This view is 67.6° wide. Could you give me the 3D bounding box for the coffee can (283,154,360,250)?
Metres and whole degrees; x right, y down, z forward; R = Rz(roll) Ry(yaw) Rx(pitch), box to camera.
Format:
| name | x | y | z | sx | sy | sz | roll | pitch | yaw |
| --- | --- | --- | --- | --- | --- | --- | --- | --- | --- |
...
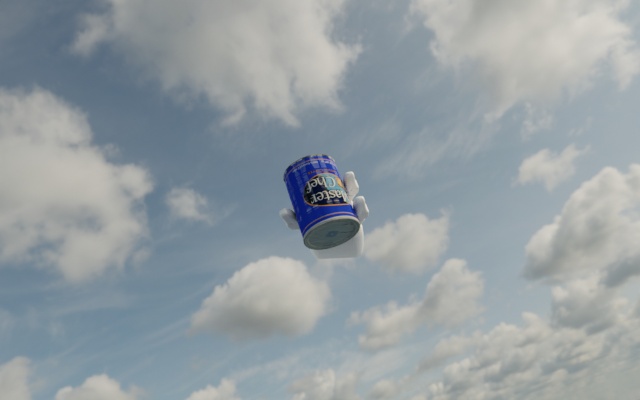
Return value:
| name | x | y | z | sx | sy | sz | roll | pitch | yaw |
| --- | --- | --- | --- | --- | --- | --- | --- | --- | --- |
| coffee can | 0.000 | 0.003 | 0.857 | 0.103 | 0.140 | 0.103 | -15 | -30 | -9 |
